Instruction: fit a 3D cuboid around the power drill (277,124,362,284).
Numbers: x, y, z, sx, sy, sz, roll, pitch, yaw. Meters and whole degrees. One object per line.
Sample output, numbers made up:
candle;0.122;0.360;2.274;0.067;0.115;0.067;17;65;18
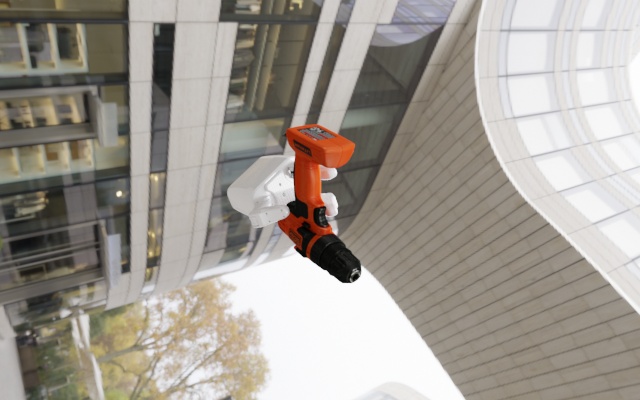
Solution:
power drill;0.000;0.002;0.658;0.057;0.188;0.184;-13;32;-33
